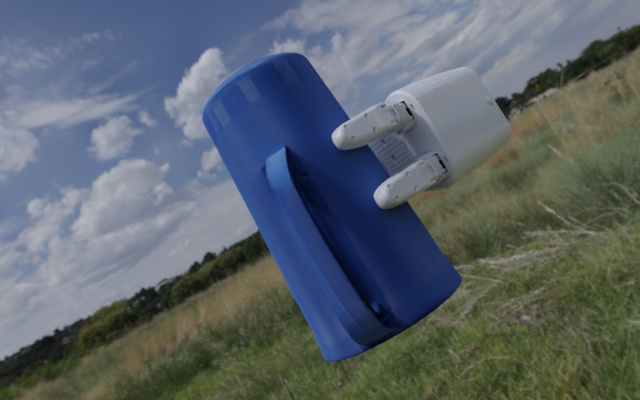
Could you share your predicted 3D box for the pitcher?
[{"bbox_3d":[0.000,0.001,0.402,0.145,0.243,0.149,-29,-5,-32],"label":"pitcher"}]
